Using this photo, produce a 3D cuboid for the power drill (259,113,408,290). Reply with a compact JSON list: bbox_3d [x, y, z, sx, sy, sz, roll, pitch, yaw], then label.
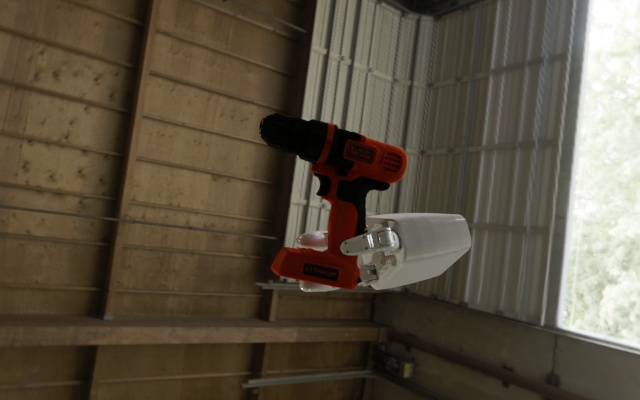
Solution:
[{"bbox_3d":[0.000,0.002,0.569,0.184,0.187,0.057,15,1,-12],"label":"power drill"}]
